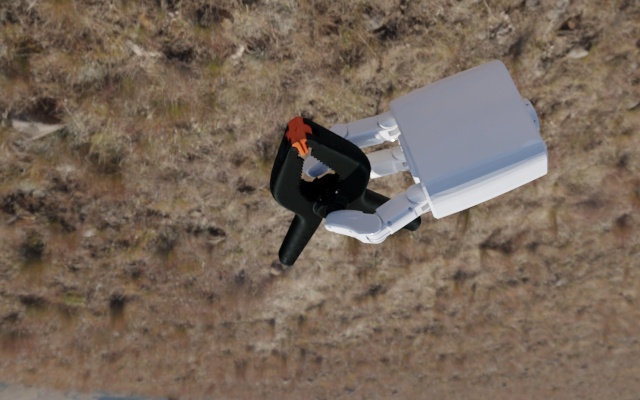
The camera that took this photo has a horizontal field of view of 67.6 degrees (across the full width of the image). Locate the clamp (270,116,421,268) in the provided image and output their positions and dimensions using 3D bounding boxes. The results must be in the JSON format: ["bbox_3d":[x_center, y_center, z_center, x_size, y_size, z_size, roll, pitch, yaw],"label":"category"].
[{"bbox_3d":[0.000,0.002,0.469,0.164,0.036,0.210,-22,-36,12],"label":"clamp"}]
